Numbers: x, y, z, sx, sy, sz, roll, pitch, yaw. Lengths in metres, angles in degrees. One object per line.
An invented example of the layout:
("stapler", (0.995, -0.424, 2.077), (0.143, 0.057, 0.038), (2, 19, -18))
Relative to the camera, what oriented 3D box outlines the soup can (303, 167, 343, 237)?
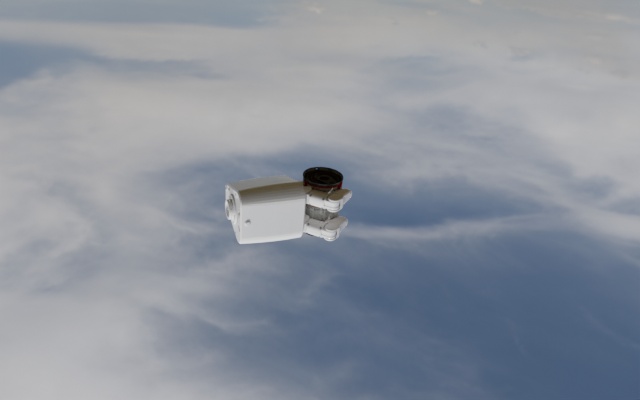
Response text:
("soup can", (0.001, 0.003, 0.816), (0.068, 0.102, 0.068), (4, 29, -2))
